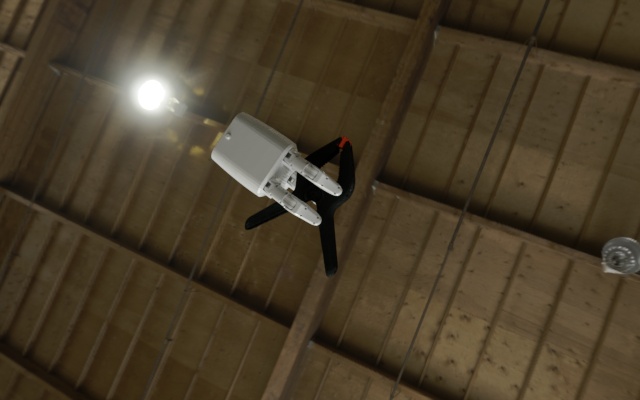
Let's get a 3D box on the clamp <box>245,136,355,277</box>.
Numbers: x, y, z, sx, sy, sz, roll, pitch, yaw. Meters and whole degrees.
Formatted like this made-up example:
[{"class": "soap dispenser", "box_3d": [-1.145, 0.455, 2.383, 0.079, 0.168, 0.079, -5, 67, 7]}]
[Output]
[{"class": "clamp", "box_3d": [0.000, 0.002, 0.742, 0.164, 0.210, 0.036, 35, 3, 12]}]
